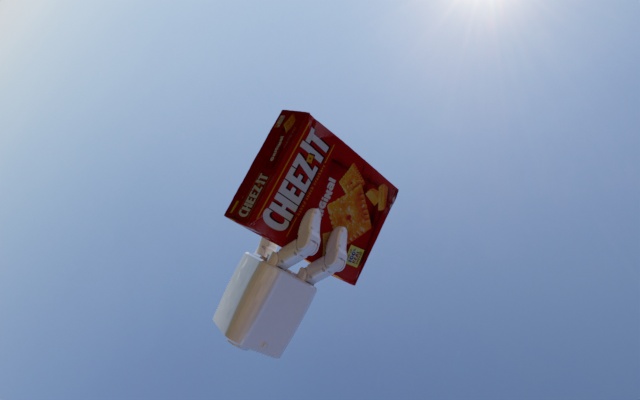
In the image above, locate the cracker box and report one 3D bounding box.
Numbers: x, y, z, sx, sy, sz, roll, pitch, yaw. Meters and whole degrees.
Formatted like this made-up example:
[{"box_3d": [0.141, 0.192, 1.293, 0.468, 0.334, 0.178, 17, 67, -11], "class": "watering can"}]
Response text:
[{"box_3d": [0.000, 0.002, 0.664, 0.214, 0.164, 0.072, 35, -13, -39], "class": "cracker box"}]
